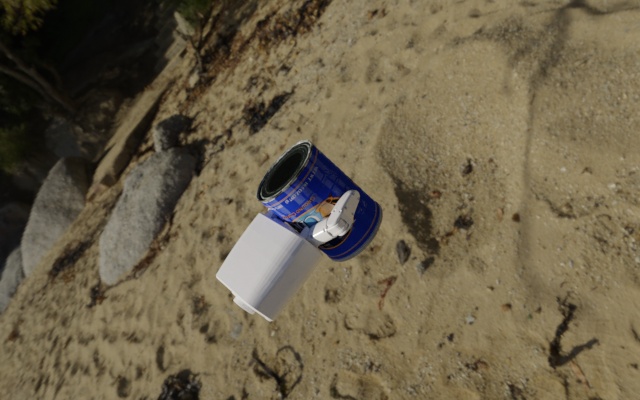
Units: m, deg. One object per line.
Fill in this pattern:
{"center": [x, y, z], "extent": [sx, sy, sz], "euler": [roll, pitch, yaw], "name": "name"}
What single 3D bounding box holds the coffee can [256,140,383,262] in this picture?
{"center": [0.000, 0.002, 0.641], "extent": [0.140, 0.102, 0.103], "euler": [41, -20, -24], "name": "coffee can"}
